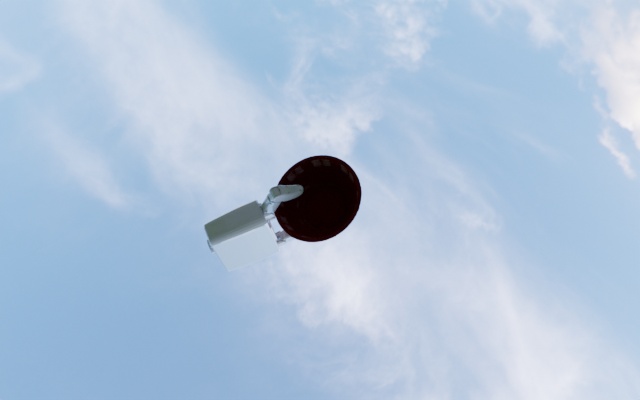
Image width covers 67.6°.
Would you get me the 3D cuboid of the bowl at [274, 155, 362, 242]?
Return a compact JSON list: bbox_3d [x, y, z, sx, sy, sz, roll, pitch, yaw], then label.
[{"bbox_3d":[0.002,0.003,0.851,0.162,0.162,0.055,0,-19,19],"label":"bowl"}]
